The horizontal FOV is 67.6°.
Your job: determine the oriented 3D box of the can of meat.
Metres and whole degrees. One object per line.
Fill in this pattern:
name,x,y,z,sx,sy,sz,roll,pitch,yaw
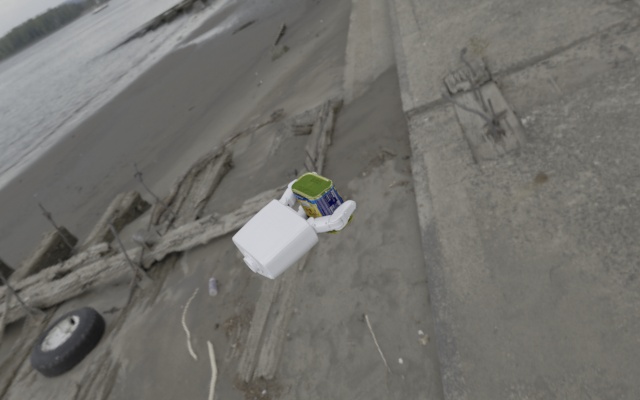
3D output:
can of meat,0.000,0.003,0.856,0.057,0.084,0.102,-41,32,-16
